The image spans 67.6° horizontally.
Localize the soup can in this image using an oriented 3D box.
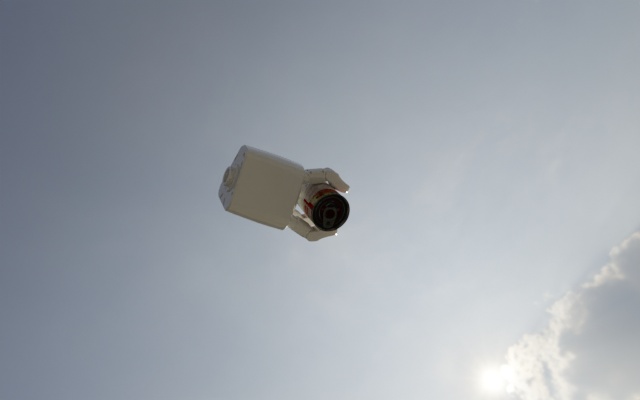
[{"bbox_3d":[0.000,0.003,0.831,0.068,0.068,0.102,0,21,-22],"label":"soup can"}]
